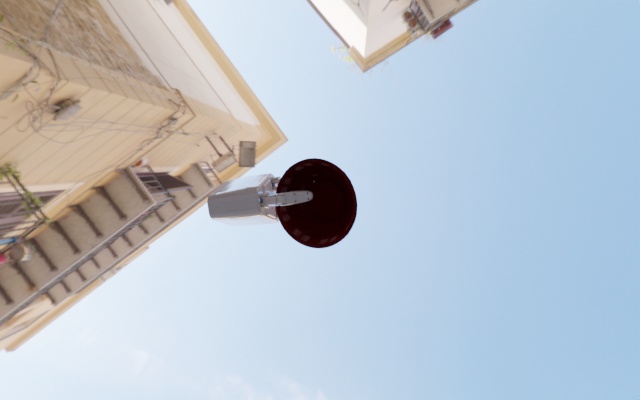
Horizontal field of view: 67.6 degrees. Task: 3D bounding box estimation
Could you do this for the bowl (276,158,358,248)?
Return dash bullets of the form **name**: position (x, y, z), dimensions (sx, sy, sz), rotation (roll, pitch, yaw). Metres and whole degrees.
- **bowl**: position (0.002, 0.003, 0.869), dimensions (0.162, 0.162, 0.055), rotation (0, 7, 25)
